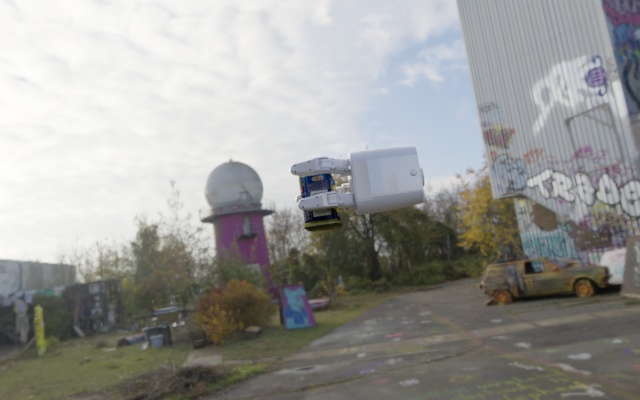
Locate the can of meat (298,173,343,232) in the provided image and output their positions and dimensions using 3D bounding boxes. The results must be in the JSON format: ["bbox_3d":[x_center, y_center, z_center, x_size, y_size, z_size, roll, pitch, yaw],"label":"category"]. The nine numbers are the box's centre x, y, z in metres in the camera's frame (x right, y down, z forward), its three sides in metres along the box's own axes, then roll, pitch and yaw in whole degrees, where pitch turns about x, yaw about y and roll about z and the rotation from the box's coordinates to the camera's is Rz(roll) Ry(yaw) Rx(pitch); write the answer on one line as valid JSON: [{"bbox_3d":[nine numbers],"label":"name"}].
[{"bbox_3d":[0.000,0.002,0.766,0.057,0.084,0.102,-8,-8,5],"label":"can of meat"}]
